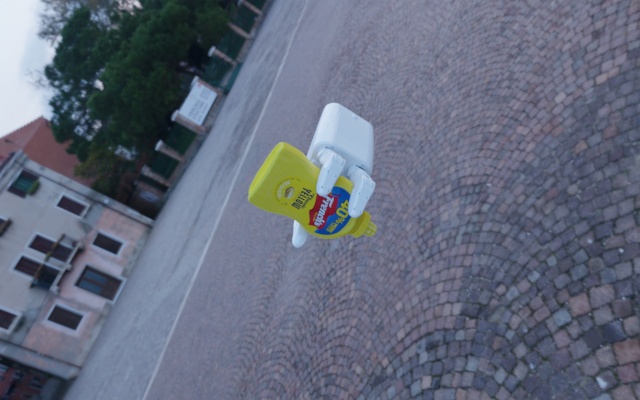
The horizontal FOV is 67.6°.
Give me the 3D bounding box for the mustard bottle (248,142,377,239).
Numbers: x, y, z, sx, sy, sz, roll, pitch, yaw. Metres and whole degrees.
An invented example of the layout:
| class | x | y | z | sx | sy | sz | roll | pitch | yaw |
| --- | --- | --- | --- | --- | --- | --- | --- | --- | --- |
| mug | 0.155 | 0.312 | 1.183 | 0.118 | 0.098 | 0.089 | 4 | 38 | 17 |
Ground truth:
| class | x | y | z | sx | sy | sz | roll | pitch | yaw |
| --- | --- | --- | --- | --- | --- | --- | --- | --- | --- |
| mustard bottle | 0.000 | 0.002 | 0.684 | 0.192 | 0.096 | 0.058 | 29 | 19 | -19 |
